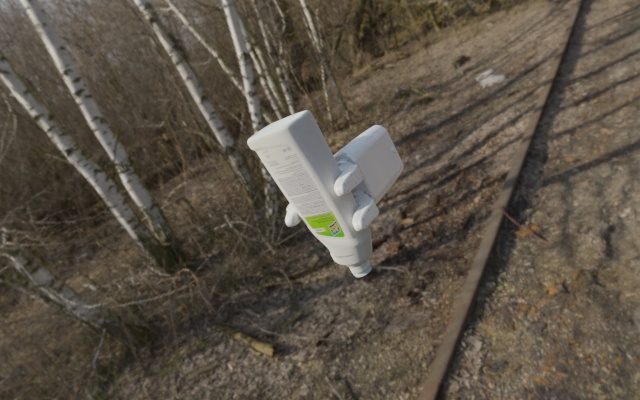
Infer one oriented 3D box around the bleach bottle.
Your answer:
[{"bbox_3d":[0.000,0.002,0.681,0.102,0.251,0.068,-9,26,47],"label":"bleach bottle"}]
